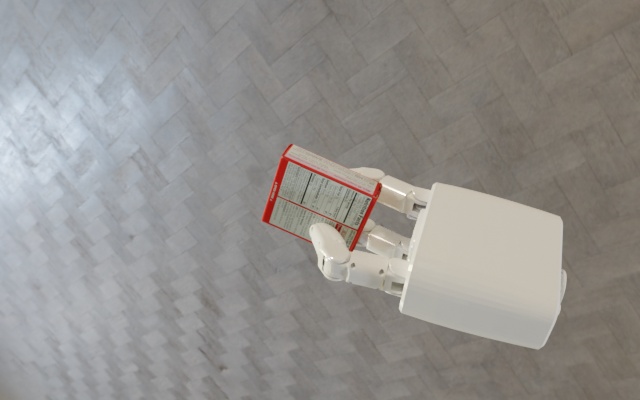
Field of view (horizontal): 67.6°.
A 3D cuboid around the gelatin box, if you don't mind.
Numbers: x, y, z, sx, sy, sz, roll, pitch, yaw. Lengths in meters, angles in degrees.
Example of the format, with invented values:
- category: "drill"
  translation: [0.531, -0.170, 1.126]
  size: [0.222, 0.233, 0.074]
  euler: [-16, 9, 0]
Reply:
- category: "gelatin box"
  translation: [0.000, 0.001, 0.421]
  size: [0.089, 0.073, 0.030]
  euler: [23, 35, 3]
